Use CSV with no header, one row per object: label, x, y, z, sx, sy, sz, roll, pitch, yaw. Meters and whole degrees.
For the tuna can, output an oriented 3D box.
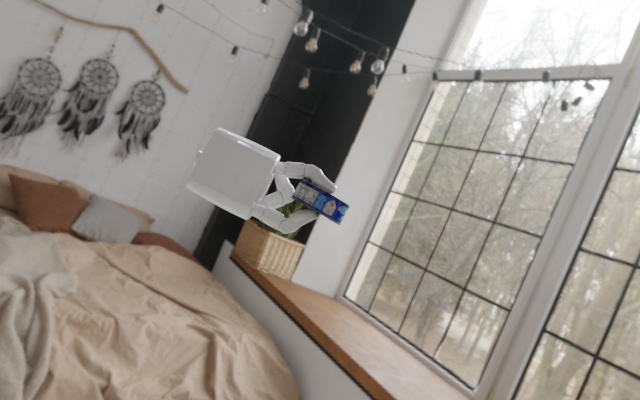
tuna can,0.000,0.002,0.725,0.086,0.034,0.086,29,-1,0
